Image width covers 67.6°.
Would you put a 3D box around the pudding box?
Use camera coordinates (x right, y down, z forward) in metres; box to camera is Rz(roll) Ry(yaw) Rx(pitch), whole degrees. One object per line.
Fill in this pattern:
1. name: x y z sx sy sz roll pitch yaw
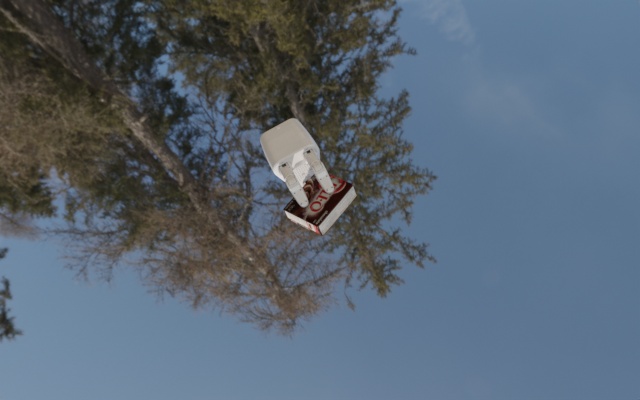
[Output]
1. pudding box: 0.000 0.003 0.900 0.090 0.113 0.039 24 -24 36
